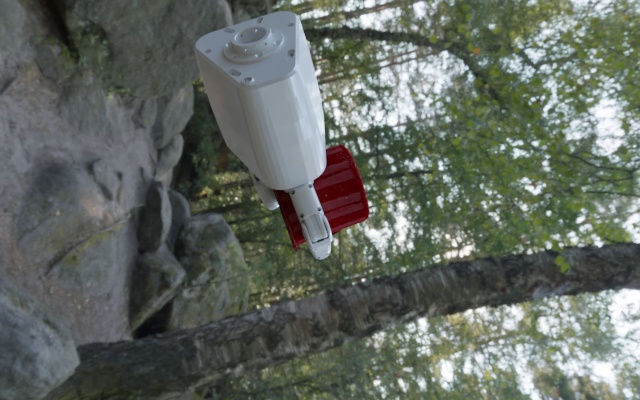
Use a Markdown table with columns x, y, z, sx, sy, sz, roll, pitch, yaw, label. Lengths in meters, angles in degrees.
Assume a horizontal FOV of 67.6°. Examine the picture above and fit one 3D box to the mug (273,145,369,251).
| x | y | z | sx | sy | sz | roll | pitch | yaw | label |
| --- | --- | --- | --- | --- | --- | --- | --- | --- | --- |
| 0.001 | 0.003 | 0.488 | 0.081 | 0.093 | 0.117 | -19 | -41 | -4 | mug |
